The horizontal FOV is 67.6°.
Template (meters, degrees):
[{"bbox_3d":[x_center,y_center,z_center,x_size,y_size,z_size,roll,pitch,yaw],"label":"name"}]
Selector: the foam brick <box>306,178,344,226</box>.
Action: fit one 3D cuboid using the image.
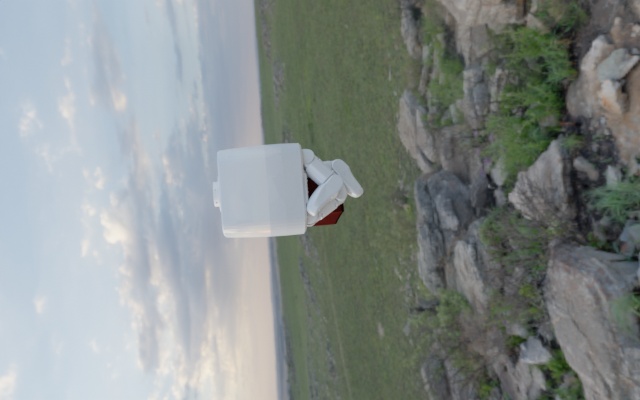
[{"bbox_3d":[0.000,0.002,0.680,0.051,0.053,0.078,-5,-16,-8],"label":"foam brick"}]
